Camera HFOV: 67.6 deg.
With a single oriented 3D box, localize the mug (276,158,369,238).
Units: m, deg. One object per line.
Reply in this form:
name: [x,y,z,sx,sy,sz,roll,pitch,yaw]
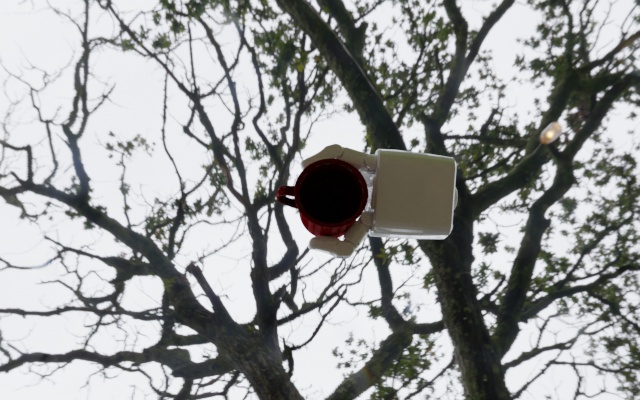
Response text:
mug: [-0.001,0.002,0.631,0.117,0.093,0.081,6,-20,0]
